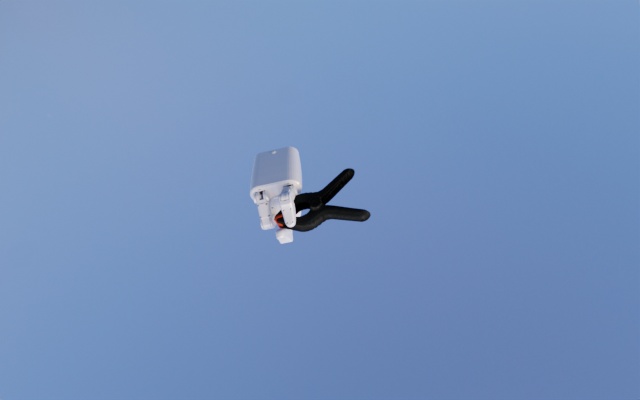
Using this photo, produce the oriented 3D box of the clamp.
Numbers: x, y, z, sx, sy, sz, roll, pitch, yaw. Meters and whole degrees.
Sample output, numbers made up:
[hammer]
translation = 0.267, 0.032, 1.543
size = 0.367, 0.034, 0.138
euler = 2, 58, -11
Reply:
[clamp]
translation = 0.000, 0.003, 0.865
size = 0.171, 0.120, 0.039
euler = -11, -45, 8
